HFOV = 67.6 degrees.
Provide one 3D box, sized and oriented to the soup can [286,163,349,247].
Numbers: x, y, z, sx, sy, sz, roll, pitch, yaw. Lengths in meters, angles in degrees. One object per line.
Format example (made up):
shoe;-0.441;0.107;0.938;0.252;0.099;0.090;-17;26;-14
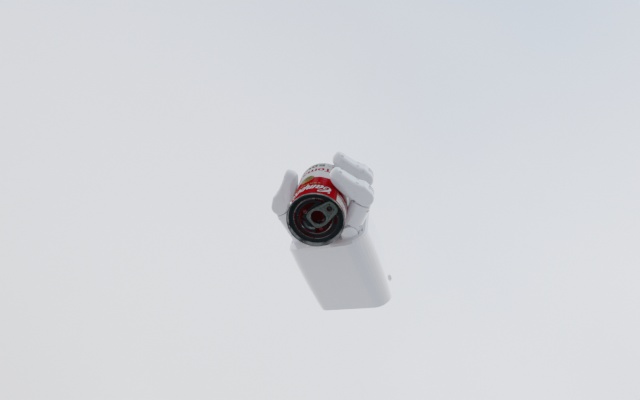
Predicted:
soup can;0.000;0.001;0.587;0.068;0.068;0.102;0;25;7
